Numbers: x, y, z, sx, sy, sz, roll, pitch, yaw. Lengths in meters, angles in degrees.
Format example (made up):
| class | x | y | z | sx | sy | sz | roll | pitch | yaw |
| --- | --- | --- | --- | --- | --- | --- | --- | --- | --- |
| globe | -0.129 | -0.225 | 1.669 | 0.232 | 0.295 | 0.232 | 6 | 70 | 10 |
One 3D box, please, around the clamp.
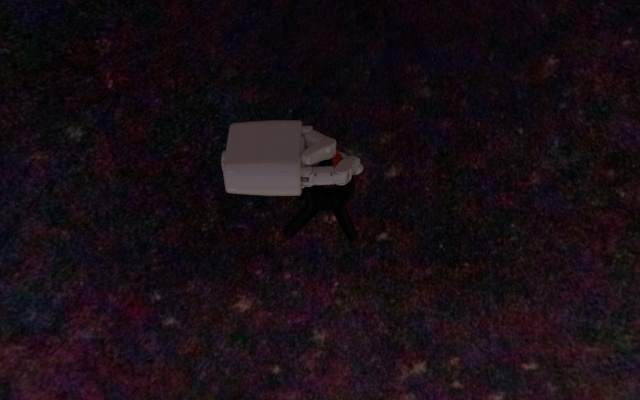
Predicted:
| class | x | y | z | sx | sy | sz | roll | pitch | yaw |
| --- | --- | --- | --- | --- | --- | --- | --- | --- | --- |
| clamp | 0.000 | 0.003 | 0.744 | 0.120 | 0.172 | 0.039 | -6 | 35 | -7 |
